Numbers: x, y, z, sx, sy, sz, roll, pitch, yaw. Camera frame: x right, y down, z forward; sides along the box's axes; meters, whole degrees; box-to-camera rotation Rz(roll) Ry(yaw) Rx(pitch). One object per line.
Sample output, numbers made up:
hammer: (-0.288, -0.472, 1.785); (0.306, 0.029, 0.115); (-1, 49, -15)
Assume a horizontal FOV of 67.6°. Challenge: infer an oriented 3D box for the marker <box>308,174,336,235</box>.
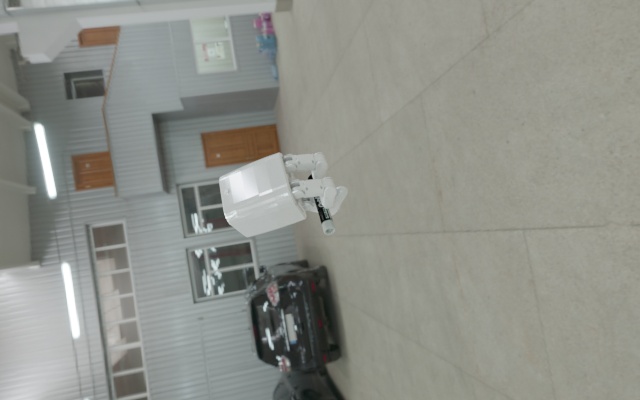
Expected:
marker: (0.000, 0.002, 0.770); (0.020, 0.121, 0.020); (-11, -39, -9)
